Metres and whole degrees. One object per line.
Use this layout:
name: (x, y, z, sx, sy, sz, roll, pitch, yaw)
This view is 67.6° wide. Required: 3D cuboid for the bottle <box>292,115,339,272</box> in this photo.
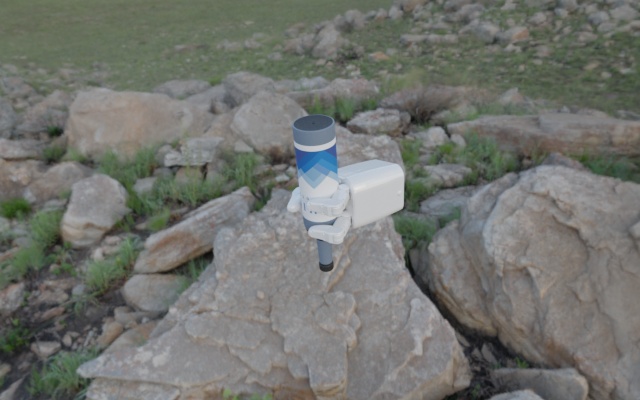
bottle: (0.000, 0.002, 0.822, 0.069, 0.296, 0.069, -4, 33, 2)
